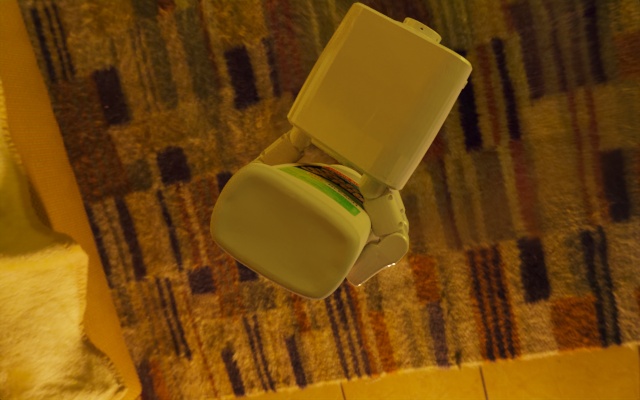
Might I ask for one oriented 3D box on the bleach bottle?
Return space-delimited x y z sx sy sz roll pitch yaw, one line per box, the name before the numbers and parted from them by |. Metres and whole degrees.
bleach bottle | 0.000 0.001 0.427 0.102 0.068 0.251 32 15 4
